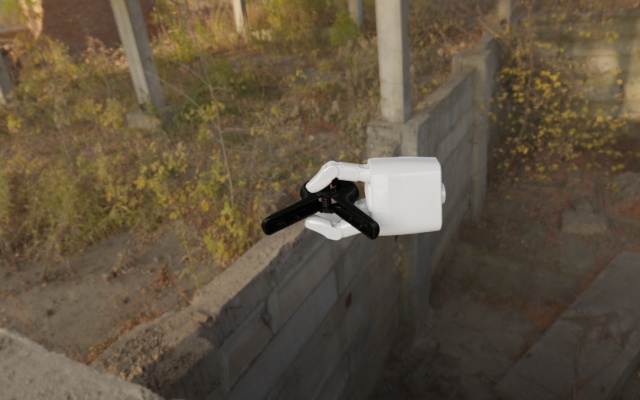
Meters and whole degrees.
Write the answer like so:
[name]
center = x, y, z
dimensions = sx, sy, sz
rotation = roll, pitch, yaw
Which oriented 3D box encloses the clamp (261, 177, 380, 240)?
[clamp]
center = 0.000, 0.001, 0.737
dimensions = 0.164, 0.036, 0.210
rotation = 0, 25, 1
